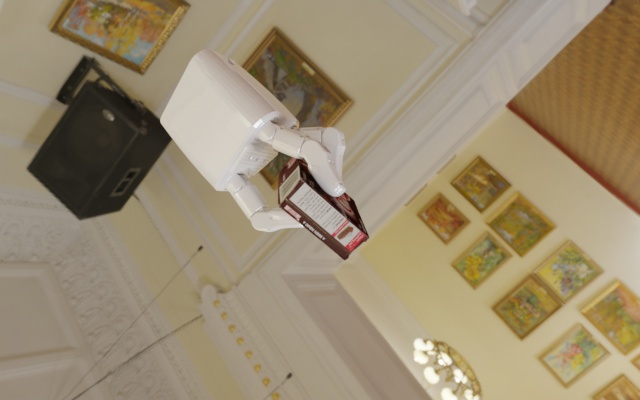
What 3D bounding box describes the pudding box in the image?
[{"bbox_3d":[0.000,0.002,0.495,0.090,0.039,0.113,40,14,-15],"label":"pudding box"}]
